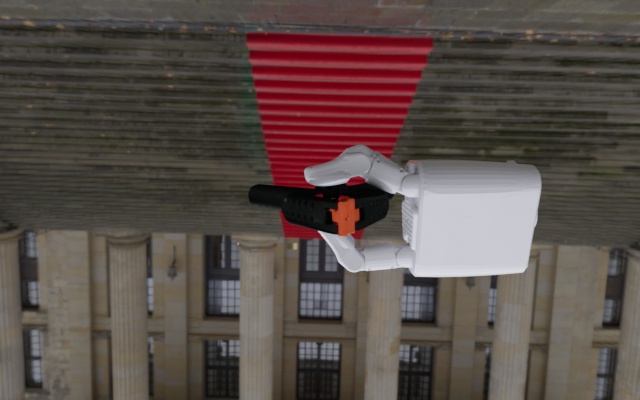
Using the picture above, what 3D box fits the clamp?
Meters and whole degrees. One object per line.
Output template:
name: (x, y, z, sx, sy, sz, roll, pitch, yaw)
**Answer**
clamp: (0.000, 0.002, 0.456, 0.164, 0.036, 0.210, -3, 7, 2)
